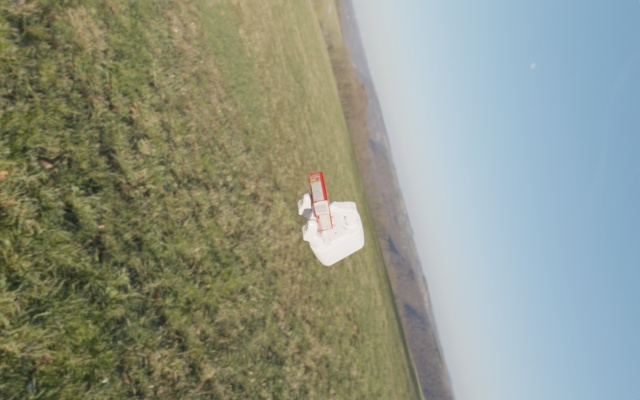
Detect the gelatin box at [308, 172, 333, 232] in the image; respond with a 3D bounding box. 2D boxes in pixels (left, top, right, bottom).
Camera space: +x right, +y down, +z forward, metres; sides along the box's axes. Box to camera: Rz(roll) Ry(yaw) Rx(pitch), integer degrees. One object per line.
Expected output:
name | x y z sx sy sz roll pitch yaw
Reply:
gelatin box | 0.001 0.003 0.889 0.030 0.073 0.089 -10 -40 1
